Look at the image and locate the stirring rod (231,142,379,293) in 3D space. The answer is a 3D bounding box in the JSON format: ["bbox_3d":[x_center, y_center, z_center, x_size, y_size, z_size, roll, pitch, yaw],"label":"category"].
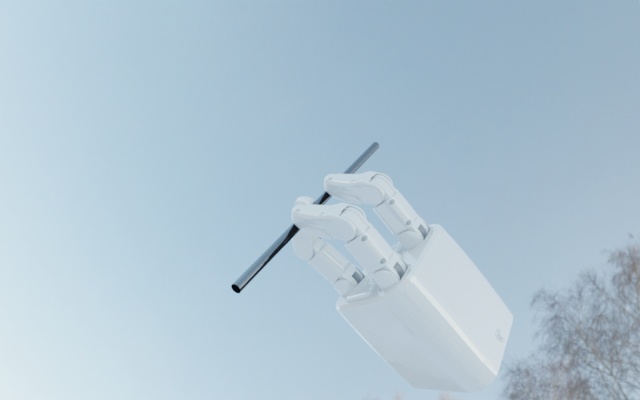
[{"bbox_3d":[0.000,0.001,0.414,0.011,0.011,0.239,0,29,34],"label":"stirring rod"}]
